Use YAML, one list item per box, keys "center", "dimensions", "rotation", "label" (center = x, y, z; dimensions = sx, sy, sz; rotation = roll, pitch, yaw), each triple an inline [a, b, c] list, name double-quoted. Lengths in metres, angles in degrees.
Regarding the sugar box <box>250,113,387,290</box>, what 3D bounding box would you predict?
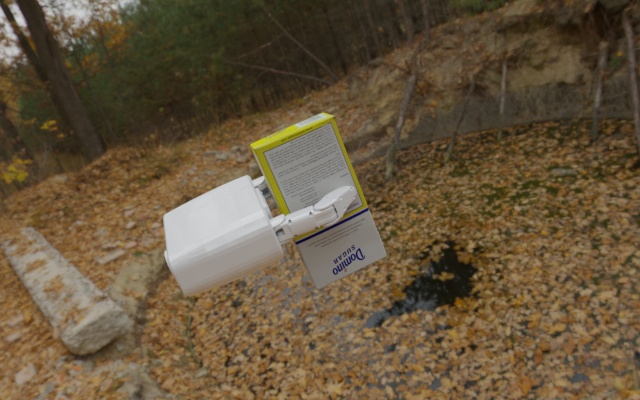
- center: [0.000, 0.002, 0.533]
  dimensions: [0.093, 0.176, 0.048]
  rotation: [-24, 20, -8]
  label: "sugar box"
